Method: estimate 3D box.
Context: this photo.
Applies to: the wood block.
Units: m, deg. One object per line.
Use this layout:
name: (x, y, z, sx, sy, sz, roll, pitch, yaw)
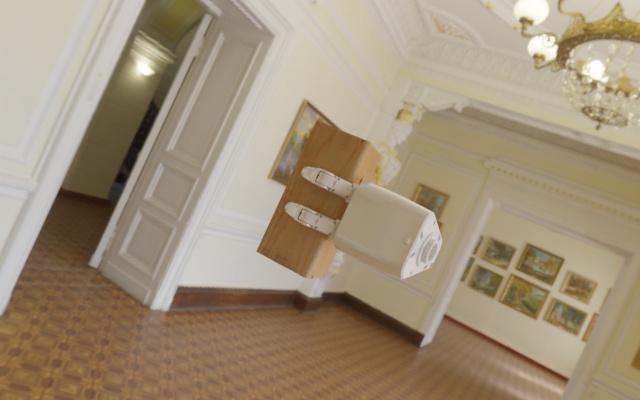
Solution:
wood block: (0.001, 0.002, 0.705, 0.090, 0.206, 0.091, 25, 0, 19)
